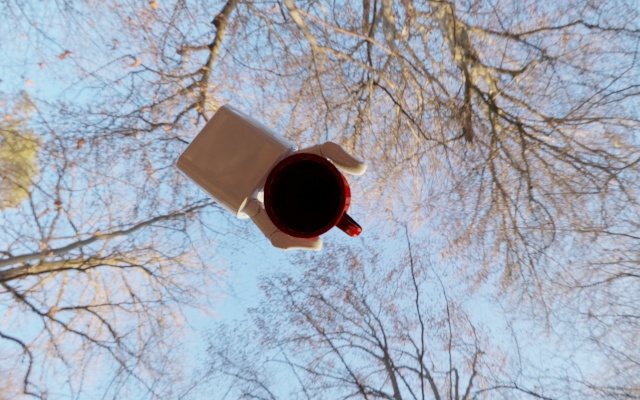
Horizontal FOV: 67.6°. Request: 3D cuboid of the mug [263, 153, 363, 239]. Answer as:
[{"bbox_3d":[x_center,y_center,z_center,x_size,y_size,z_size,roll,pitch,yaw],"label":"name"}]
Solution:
[{"bbox_3d":[0.001,0.003,0.551,0.117,0.093,0.081,35,7,10],"label":"mug"}]
